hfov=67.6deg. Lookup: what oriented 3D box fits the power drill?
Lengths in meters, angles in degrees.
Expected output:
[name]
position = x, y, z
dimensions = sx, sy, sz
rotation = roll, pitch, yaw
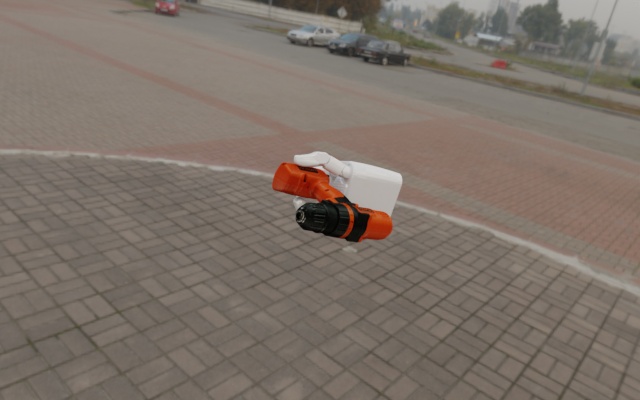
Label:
[power drill]
position = 0.000, 0.002, 0.761
dimensions = 0.184, 0.057, 0.187
rotation = 11, 20, -42
